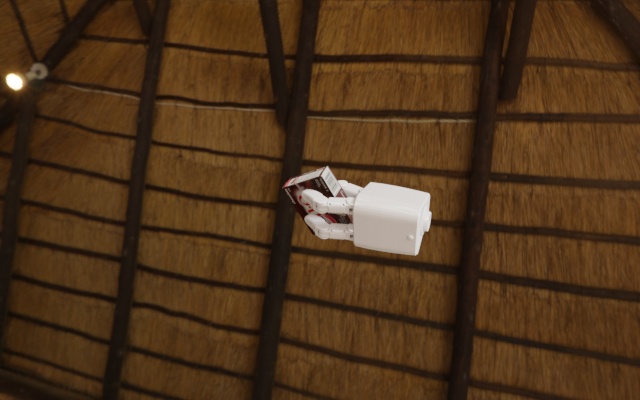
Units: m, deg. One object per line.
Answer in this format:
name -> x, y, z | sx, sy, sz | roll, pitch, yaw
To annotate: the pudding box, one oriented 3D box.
pudding box -> 0.000, 0.003, 0.840 | 0.090, 0.113, 0.039 | -16, 24, 35
